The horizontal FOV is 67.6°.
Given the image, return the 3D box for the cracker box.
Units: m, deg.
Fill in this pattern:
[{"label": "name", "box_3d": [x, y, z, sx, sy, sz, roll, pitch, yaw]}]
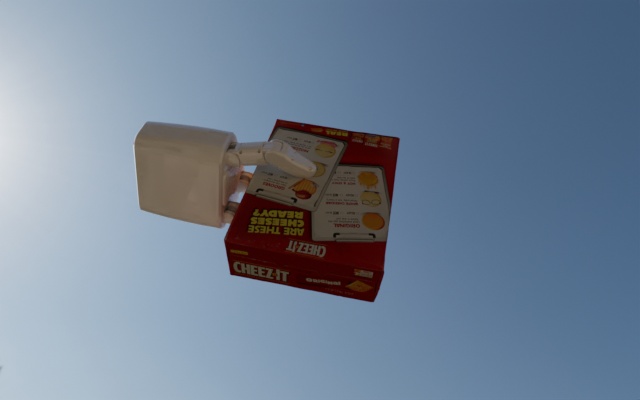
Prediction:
[{"label": "cracker box", "box_3d": [0.000, 0.002, 0.563, 0.164, 0.213, 0.072, 10, -43, 5]}]
